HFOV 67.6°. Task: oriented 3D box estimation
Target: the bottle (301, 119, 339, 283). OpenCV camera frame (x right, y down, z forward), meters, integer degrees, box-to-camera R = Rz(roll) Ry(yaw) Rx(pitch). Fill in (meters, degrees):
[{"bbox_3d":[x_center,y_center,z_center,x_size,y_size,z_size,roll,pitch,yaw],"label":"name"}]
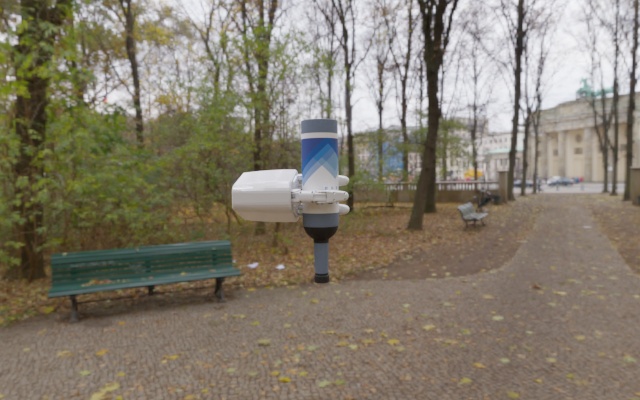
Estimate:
[{"bbox_3d":[0.000,0.003,0.871,0.069,0.296,0.069,-1,3,0],"label":"bottle"}]
